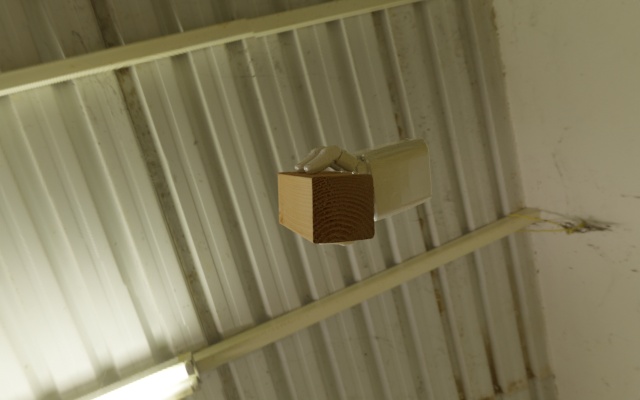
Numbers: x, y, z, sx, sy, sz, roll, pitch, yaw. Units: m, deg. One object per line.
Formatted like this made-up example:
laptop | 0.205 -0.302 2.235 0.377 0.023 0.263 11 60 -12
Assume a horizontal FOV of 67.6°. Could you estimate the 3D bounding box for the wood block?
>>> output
wood block | 0.000 0.003 0.732 0.090 0.091 0.206 -4 6 -17
